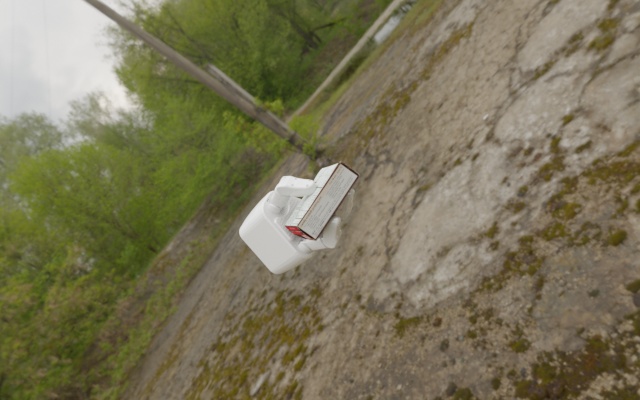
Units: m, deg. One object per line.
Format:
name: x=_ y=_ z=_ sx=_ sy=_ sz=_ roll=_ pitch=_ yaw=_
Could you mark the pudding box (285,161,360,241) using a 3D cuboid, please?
pudding box: x=0.000 y=0.002 z=0.682 sx=0.039 sy=0.113 sz=0.090 roll=34 pitch=-9 yaw=-12
